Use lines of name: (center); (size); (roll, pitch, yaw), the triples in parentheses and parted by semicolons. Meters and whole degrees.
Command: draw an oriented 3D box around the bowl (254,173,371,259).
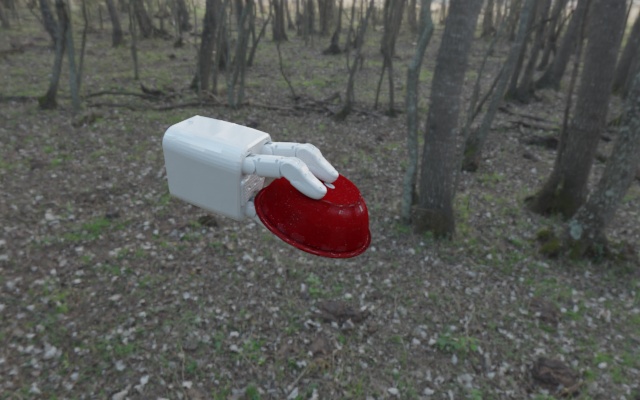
bowl: (0.002, 0.002, 0.611); (0.162, 0.055, 0.162); (18, 28, -10)
